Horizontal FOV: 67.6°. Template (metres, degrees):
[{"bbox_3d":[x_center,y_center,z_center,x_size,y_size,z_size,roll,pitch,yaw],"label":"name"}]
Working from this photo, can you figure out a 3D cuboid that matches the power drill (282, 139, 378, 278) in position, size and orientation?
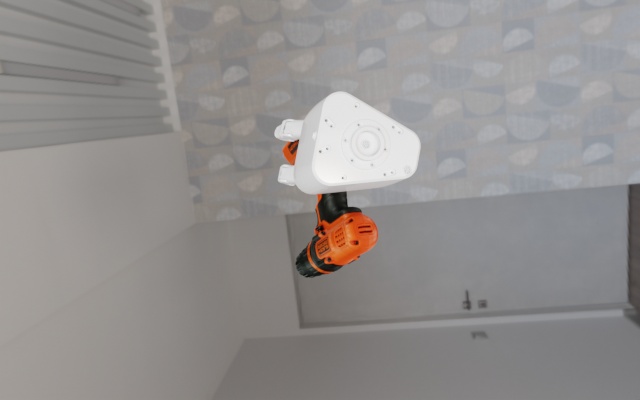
[{"bbox_3d":[0.000,0.002,0.638,0.057,0.187,0.184,-5,-18,-29],"label":"power drill"}]
